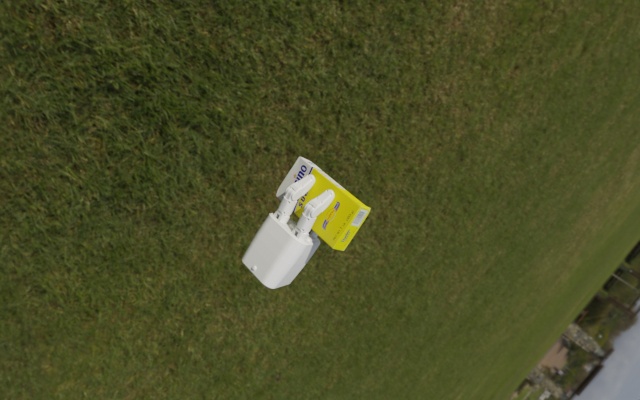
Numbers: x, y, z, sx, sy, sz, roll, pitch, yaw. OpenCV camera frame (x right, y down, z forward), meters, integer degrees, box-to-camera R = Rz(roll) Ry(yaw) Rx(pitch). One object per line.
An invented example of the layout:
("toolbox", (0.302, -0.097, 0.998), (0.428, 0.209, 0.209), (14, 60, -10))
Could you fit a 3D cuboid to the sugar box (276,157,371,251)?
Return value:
("sugar box", (0.000, 0.003, 0.877), (0.176, 0.093, 0.048), (39, 12, 32))
